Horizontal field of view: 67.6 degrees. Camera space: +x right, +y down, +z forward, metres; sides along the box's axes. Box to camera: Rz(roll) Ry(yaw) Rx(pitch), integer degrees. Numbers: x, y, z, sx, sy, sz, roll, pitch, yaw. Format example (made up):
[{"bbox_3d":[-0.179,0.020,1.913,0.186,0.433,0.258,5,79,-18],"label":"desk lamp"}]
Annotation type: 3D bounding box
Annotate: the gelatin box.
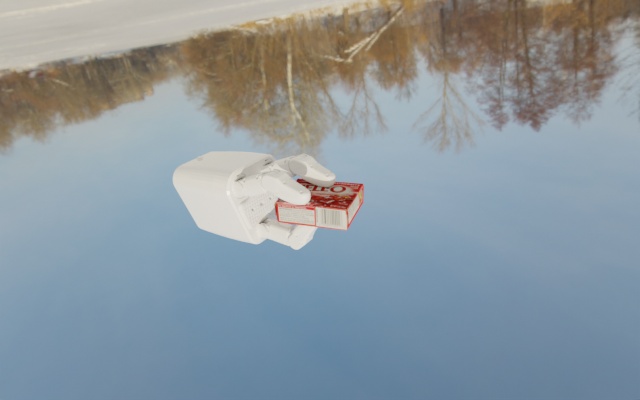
[{"bbox_3d":[0.000,0.002,0.570,0.089,0.030,0.073,6,27,19],"label":"gelatin box"}]
